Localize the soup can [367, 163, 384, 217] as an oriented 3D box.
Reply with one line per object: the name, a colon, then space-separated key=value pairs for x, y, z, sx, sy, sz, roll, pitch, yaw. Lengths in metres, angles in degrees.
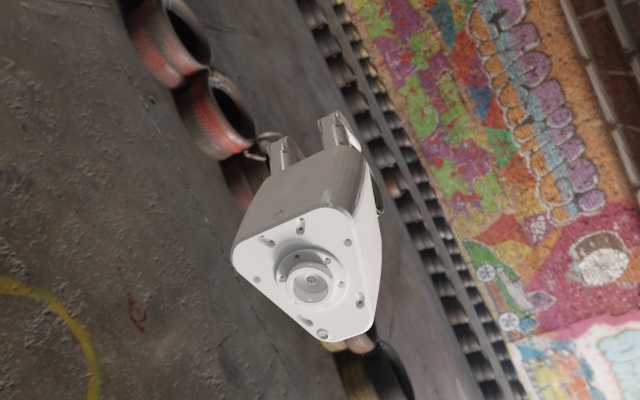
soup can: x=0.000 y=0.001 z=0.452 sx=0.102 sy=0.068 sz=0.068 roll=-24 pitch=-8 yaw=18
